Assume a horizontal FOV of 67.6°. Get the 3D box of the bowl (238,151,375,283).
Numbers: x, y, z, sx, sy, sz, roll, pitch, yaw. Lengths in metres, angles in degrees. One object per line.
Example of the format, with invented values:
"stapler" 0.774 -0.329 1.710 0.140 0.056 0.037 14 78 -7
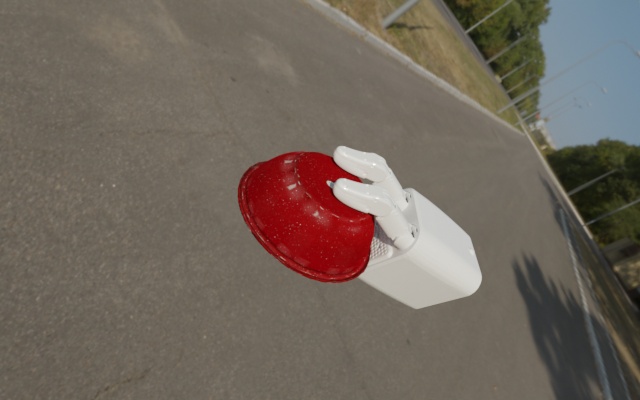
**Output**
"bowl" -0.001 0.001 0.485 0.162 0.162 0.055 0 -40 -43
